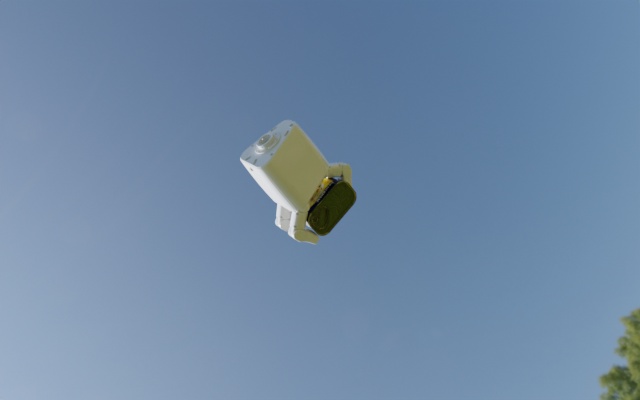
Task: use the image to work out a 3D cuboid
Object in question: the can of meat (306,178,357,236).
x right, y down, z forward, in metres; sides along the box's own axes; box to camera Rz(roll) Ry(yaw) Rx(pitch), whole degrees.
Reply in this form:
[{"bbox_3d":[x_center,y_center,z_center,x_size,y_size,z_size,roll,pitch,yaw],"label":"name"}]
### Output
[{"bbox_3d":[0.000,0.003,0.857,0.057,0.102,0.084,48,-12,-36],"label":"can of meat"}]
